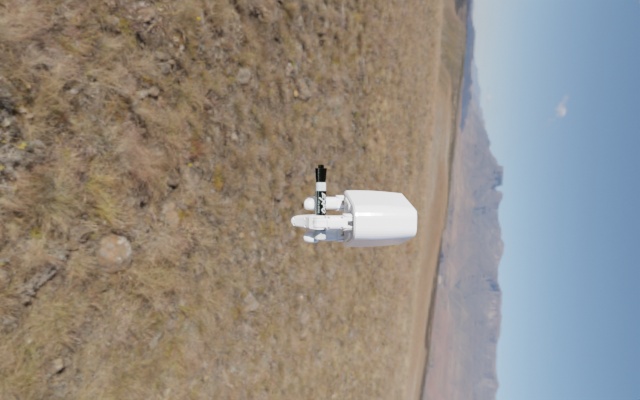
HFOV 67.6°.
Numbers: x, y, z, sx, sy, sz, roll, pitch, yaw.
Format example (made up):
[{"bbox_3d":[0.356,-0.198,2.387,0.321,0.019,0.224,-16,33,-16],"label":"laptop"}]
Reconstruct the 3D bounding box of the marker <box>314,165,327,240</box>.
[{"bbox_3d":[0.000,0.003,0.773,0.020,0.121,0.020,1,4,0],"label":"marker"}]
